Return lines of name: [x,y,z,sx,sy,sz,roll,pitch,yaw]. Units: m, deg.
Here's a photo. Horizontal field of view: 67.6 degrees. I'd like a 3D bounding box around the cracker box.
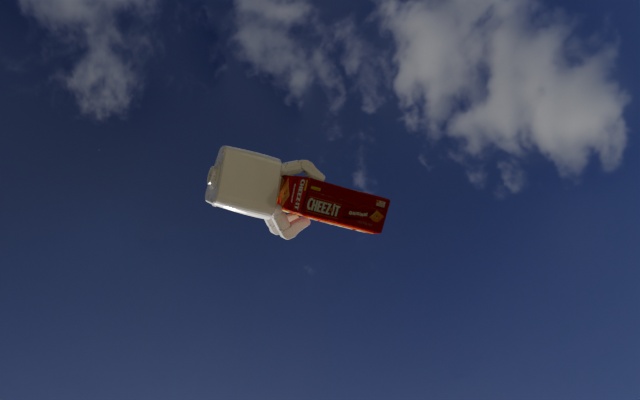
cracker box: [0.000,0.003,0.894,0.164,0.072,0.213,14,0,-25]
